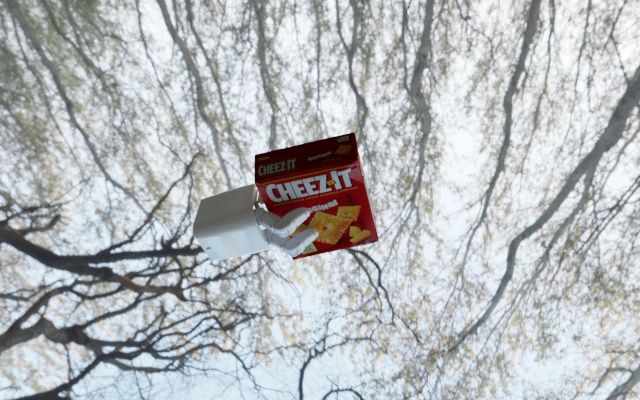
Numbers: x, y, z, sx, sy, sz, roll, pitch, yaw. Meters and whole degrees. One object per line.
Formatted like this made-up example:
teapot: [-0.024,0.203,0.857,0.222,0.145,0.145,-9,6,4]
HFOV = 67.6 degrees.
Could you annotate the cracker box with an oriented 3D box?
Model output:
cracker box: [0.000,0.003,0.798,0.164,0.072,0.214,-12,-42,7]
